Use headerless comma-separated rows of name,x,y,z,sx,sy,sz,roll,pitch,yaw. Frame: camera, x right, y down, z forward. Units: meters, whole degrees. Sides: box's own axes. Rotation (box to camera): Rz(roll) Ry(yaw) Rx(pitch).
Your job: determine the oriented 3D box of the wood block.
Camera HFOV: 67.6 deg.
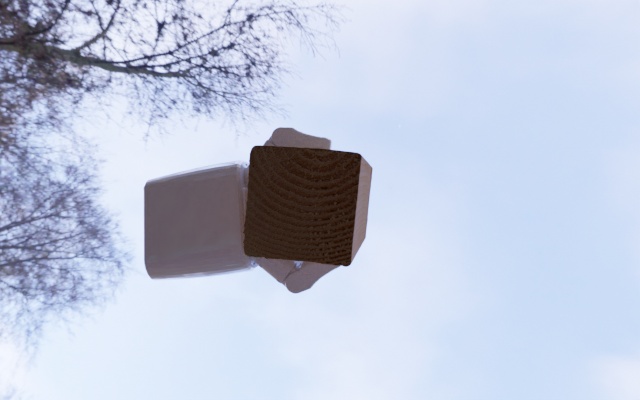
wood block,0.000,0.001,0.472,0.090,0.091,0.206,5,2,8
